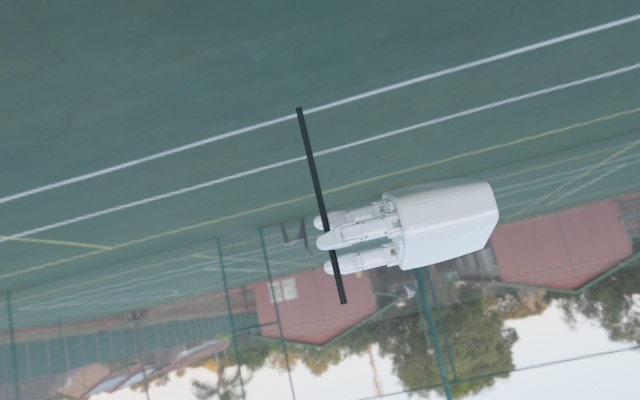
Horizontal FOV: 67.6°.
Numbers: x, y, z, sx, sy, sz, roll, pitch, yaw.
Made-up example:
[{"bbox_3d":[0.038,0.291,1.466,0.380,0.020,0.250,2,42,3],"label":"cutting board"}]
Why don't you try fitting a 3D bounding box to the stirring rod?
[{"bbox_3d":[0.000,0.002,0.561,0.011,0.239,0.011,-13,-11,-3],"label":"stirring rod"}]
